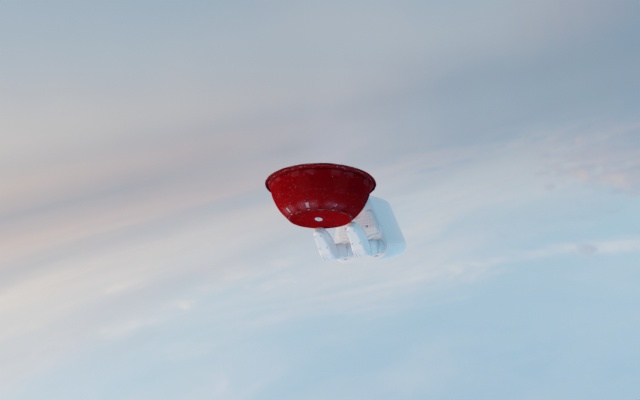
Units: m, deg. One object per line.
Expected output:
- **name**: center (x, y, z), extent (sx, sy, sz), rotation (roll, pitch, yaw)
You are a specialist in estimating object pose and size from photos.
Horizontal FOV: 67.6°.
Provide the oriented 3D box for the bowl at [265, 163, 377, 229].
- **bowl**: center (-0.001, 0.002, 0.686), extent (0.162, 0.055, 0.162), rotation (1, -20, 0)
